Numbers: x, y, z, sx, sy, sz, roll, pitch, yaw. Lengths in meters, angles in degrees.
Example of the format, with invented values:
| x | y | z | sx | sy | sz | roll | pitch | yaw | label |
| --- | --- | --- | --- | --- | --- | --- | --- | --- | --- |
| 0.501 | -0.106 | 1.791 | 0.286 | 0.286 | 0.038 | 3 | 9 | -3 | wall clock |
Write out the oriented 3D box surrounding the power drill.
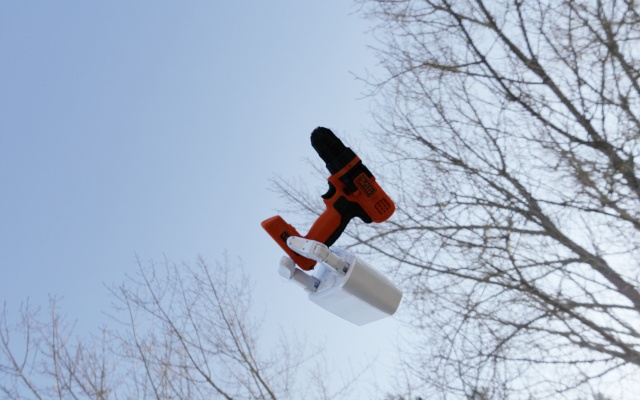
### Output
| x | y | z | sx | sy | sz | roll | pitch | yaw | label |
| --- | --- | --- | --- | --- | --- | --- | --- | --- | --- |
| 0.000 | 0.003 | 0.745 | 0.187 | 0.184 | 0.057 | -42 | 4 | -7 | power drill |
